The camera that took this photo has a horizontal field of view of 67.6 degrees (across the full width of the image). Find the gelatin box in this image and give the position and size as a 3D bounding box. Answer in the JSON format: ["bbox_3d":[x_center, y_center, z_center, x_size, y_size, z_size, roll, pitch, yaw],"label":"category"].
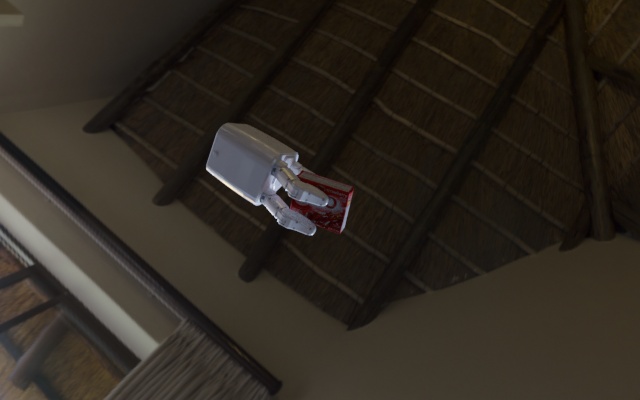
[{"bbox_3d":[0.001,0.002,0.735,0.089,0.073,0.030,19,28,12],"label":"gelatin box"}]
